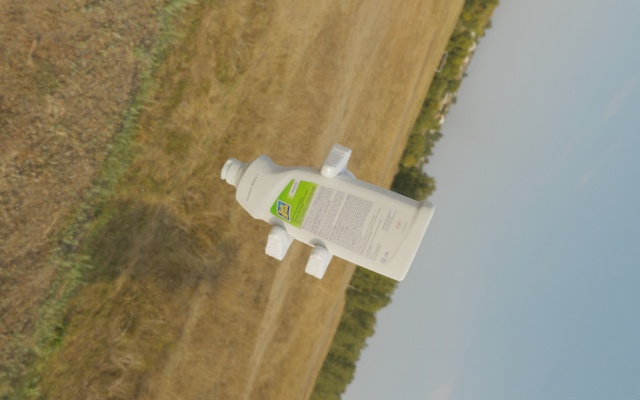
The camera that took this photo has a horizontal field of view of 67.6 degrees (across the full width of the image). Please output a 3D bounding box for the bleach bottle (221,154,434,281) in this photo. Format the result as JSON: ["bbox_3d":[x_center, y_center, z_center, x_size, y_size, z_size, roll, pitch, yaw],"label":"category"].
[{"bbox_3d":[0.000,0.002,0.576,0.251,0.102,0.068,24,2,9],"label":"bleach bottle"}]
